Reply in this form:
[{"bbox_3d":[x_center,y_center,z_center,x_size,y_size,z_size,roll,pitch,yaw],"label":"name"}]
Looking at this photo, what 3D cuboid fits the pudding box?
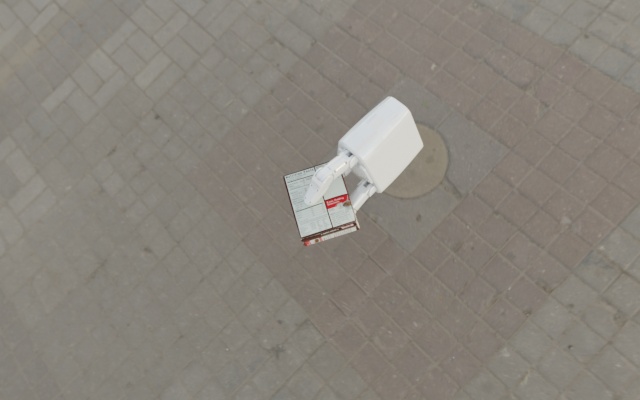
[{"bbox_3d":[0.000,0.002,0.725,0.090,0.113,0.039,-18,-25,3],"label":"pudding box"}]
